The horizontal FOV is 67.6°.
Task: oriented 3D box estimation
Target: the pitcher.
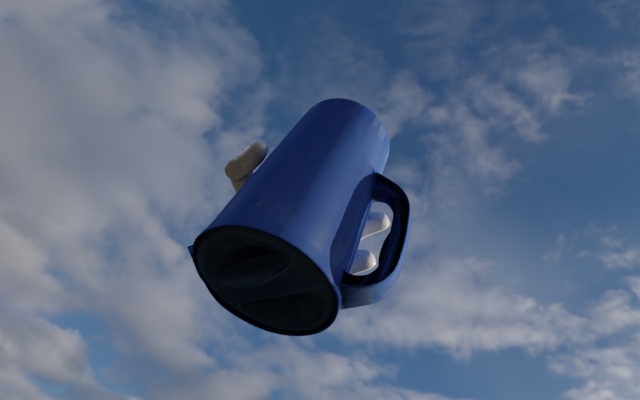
[{"bbox_3d":[0.000,0.002,0.472,0.145,0.149,0.242,-40,15,43],"label":"pitcher"}]
